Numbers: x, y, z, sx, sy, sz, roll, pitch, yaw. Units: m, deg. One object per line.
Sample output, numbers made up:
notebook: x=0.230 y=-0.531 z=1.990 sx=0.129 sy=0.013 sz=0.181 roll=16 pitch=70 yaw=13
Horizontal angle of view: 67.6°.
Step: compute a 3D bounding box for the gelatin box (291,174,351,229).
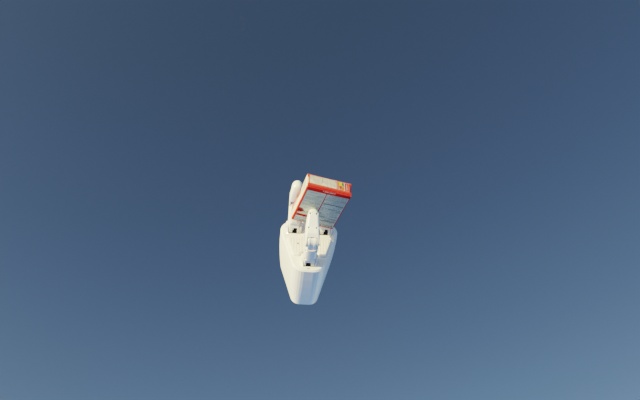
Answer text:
gelatin box: x=0.000 y=0.003 z=0.764 sx=0.073 sy=0.030 sz=0.089 roll=13 pitch=-43 yaw=-14
